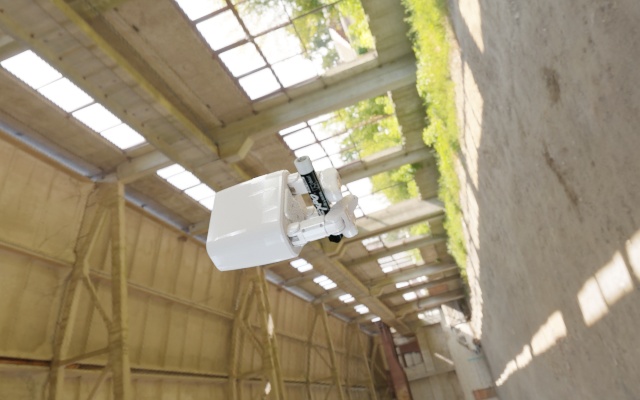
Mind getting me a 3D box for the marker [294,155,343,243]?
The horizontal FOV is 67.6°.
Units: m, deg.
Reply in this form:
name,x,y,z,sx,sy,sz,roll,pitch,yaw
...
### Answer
name,x,y,z,sx,sy,sz,roll,pitch,yaw
marker,0.000,0.002,0.565,0.020,0.121,0.020,-18,30,11
